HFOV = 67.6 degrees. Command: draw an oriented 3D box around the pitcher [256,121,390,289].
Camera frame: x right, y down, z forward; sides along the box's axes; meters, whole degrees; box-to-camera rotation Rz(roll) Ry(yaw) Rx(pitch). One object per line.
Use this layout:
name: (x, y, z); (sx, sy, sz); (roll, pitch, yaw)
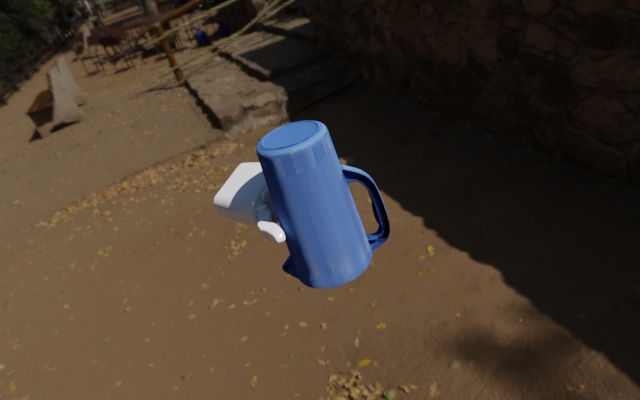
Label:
pitcher: (0.000, 0.002, 0.739); (0.145, 0.243, 0.149); (9, 39, 40)
